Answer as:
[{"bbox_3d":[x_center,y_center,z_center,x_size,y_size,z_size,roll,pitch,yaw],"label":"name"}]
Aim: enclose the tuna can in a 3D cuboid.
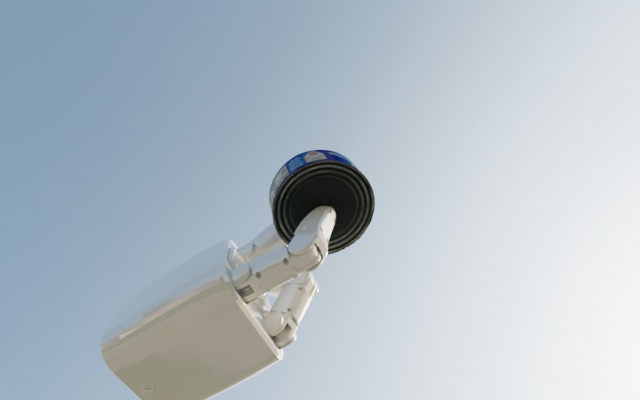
[{"bbox_3d":[0.000,0.001,0.404,0.086,0.086,0.033,0,24,-13],"label":"tuna can"}]
